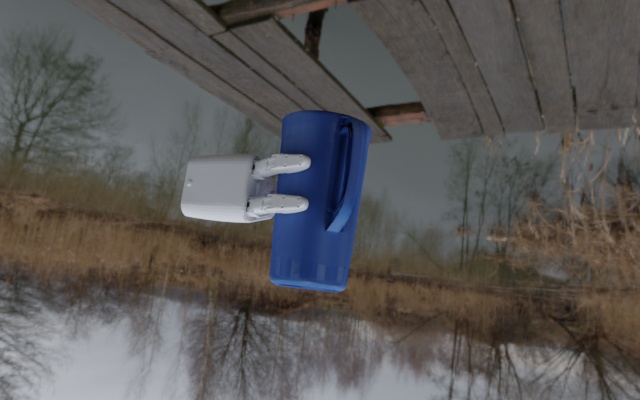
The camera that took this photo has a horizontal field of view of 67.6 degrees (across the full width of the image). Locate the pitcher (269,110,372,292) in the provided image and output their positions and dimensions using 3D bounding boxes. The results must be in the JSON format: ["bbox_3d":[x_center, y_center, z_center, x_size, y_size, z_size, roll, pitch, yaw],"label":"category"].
[{"bbox_3d":[0.000,0.002,0.672,0.145,0.242,0.149,3,-12,18],"label":"pitcher"}]
